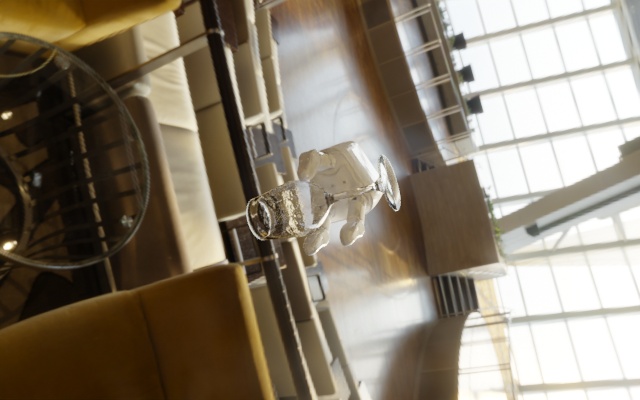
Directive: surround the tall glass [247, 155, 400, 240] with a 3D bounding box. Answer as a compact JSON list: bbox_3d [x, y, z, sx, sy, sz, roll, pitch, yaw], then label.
[{"bbox_3d":[0.001,0.002,0.644,0.201,0.079,0.079,-16,-6,23],"label":"tall glass"}]
